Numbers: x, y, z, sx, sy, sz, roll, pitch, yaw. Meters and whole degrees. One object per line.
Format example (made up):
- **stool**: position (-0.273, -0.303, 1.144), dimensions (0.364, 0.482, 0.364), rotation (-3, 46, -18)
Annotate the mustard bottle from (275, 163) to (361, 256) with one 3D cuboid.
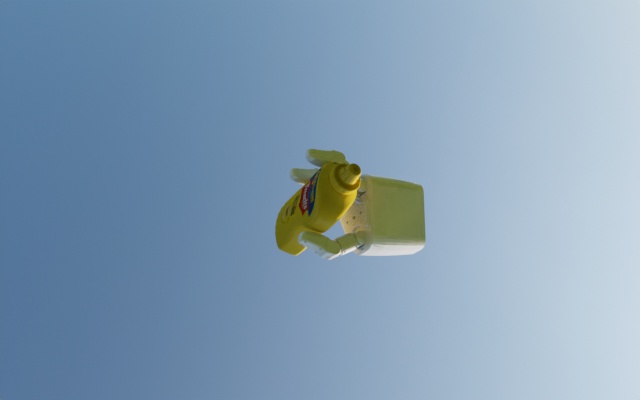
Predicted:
- **mustard bottle**: position (0.000, 0.002, 0.670), dimensions (0.058, 0.096, 0.192), rotation (25, -36, -17)
